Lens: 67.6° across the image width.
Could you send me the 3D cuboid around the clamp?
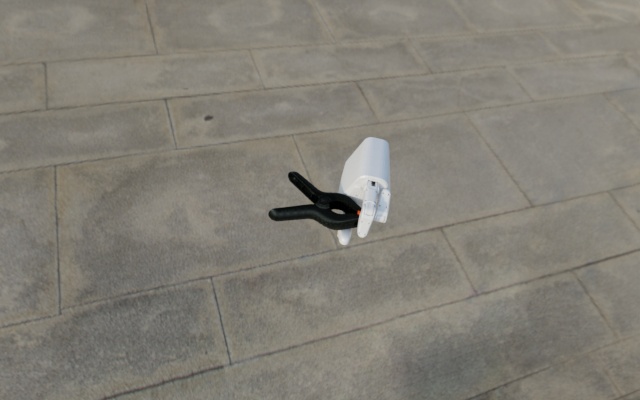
[{"bbox_3d":[0.000,0.003,0.862,0.171,0.120,0.039,12,-38,-2],"label":"clamp"}]
